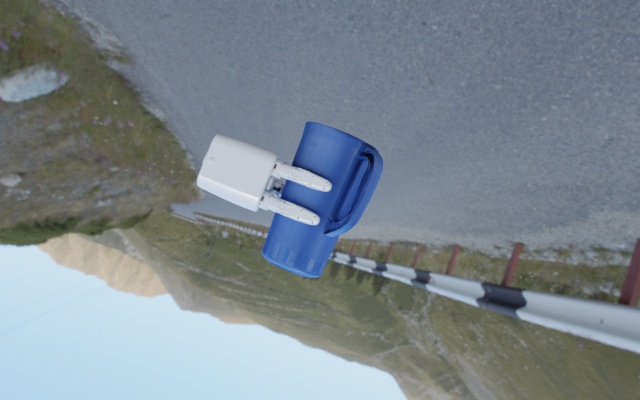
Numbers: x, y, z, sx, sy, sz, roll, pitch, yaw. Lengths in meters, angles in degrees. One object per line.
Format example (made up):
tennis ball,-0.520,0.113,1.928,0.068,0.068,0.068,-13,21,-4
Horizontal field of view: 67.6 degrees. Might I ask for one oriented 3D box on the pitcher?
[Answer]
pitcher,0.000,0.003,0.793,0.145,0.243,0.149,22,-1,2
